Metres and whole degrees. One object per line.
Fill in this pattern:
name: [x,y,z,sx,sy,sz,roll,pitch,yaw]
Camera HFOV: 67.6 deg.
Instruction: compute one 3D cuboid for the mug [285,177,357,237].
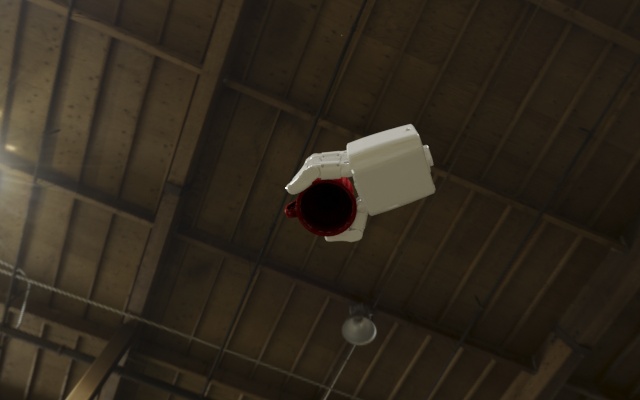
mug: [-0.001,0.003,0.761,0.117,0.093,0.081,-17,18,10]
